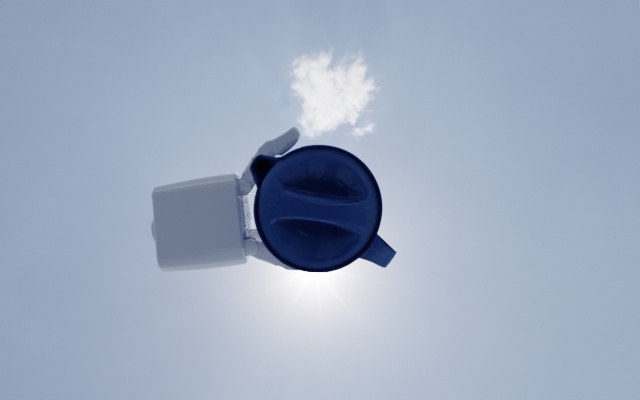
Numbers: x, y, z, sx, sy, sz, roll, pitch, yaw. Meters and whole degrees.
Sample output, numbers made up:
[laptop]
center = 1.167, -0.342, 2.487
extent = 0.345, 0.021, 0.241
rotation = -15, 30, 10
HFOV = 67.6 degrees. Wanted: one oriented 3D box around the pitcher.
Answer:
[pitcher]
center = 0.000, 0.002, 0.601
extent = 0.145, 0.149, 0.243
rotation = -10, 8, -1
